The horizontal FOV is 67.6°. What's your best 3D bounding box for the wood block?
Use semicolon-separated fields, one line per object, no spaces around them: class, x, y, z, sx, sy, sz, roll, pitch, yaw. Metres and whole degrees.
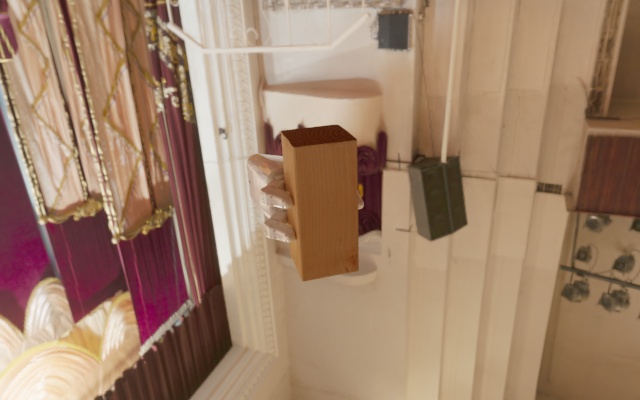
wood block;0.000;0.002;0.706;0.091;0.206;0.090;-9;25;-13
